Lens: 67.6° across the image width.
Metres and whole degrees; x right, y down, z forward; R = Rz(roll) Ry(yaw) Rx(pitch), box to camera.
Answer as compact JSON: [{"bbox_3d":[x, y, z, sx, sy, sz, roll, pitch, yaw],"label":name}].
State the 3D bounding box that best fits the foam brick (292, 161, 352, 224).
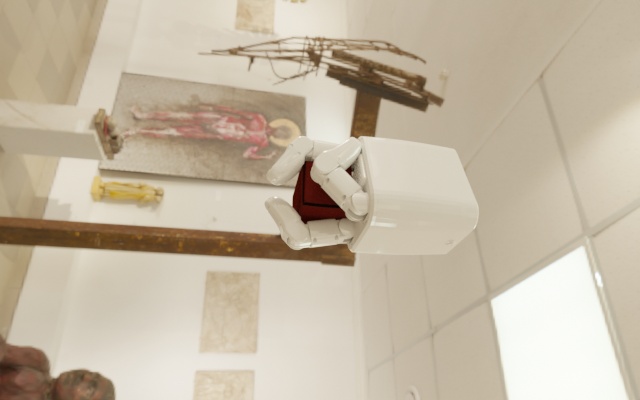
[{"bbox_3d":[0.000,0.002,0.502,0.051,0.053,0.078,4,-28,-10],"label":"foam brick"}]
